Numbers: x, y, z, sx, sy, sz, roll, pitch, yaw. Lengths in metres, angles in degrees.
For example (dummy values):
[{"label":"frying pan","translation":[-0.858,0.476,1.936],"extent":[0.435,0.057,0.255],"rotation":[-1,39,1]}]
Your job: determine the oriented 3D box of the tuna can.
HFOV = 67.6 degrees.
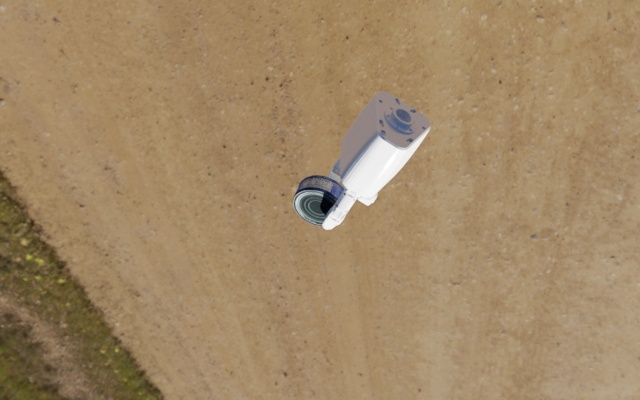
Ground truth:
[{"label":"tuna can","translation":[0.000,0.003,0.760],"extent":[0.086,0.086,0.033],"rotation":[0,44,24]}]
